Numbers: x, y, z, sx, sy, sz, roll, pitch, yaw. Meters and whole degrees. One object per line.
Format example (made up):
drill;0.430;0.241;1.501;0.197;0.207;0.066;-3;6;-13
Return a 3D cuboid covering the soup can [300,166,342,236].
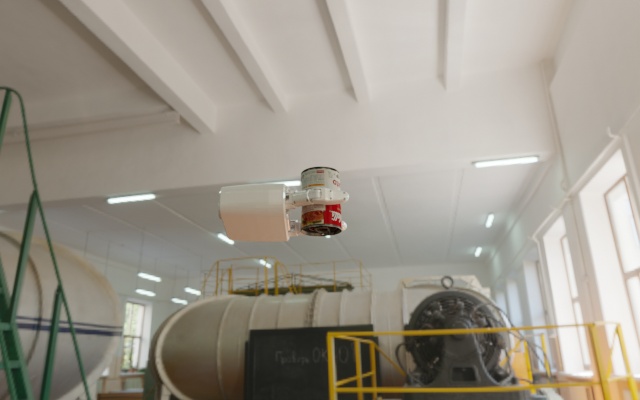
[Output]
soup can;0.001;0.002;0.794;0.068;0.102;0.068;-1;-19;0
